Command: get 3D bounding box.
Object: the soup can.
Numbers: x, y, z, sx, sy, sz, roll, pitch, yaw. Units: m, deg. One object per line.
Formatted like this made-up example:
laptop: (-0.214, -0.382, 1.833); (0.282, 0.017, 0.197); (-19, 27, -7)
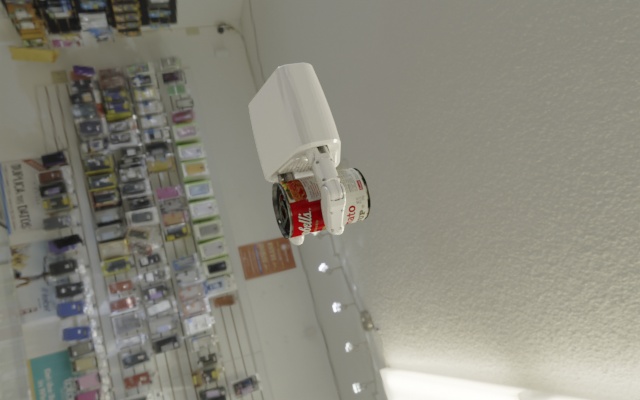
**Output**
soup can: (0.001, 0.002, 0.573); (0.102, 0.068, 0.068); (-12, 4, -19)
